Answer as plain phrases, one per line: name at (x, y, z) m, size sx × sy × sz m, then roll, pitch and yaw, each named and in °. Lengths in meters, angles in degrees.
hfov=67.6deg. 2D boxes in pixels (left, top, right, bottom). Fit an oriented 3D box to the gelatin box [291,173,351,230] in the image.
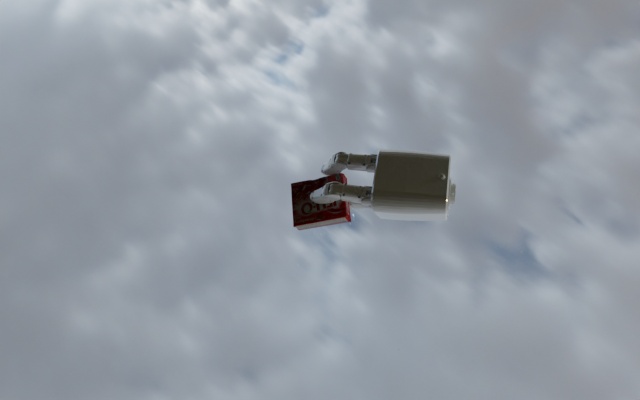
gelatin box at (0.000, 0.003, 0.746) m, size 0.089 × 0.073 × 0.030 m, roll -11°, pitch -21°, yaw 16°
